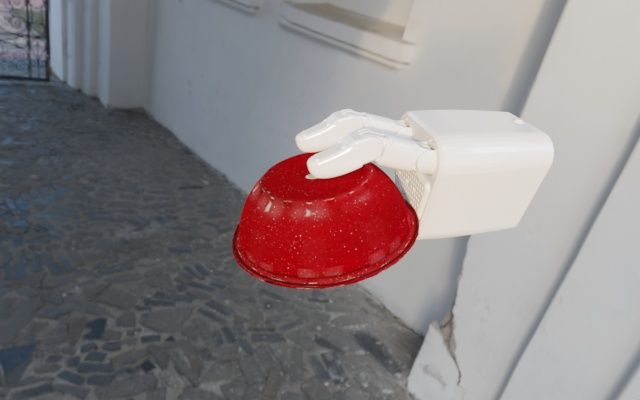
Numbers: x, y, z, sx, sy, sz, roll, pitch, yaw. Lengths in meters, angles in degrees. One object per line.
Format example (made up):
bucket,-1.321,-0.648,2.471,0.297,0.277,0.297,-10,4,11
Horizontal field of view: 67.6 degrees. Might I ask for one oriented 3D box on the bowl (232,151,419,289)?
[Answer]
bowl,-0.001,0.001,0.399,0.162,0.055,0.162,-7,30,4
